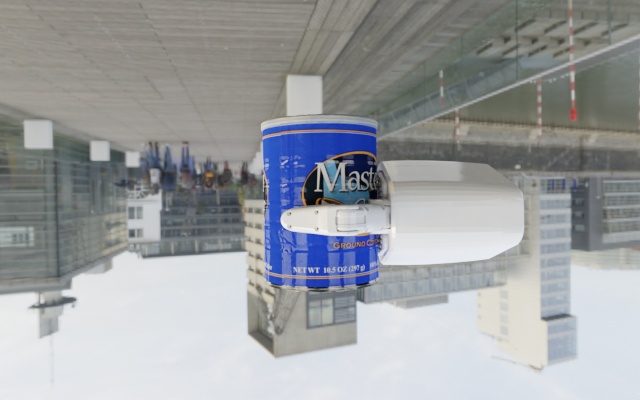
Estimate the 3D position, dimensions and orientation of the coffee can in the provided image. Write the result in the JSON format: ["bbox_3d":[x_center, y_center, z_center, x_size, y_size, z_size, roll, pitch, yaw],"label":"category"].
[{"bbox_3d":[0.000,0.001,0.424,0.103,0.140,0.103,-1,1,0],"label":"coffee can"}]
